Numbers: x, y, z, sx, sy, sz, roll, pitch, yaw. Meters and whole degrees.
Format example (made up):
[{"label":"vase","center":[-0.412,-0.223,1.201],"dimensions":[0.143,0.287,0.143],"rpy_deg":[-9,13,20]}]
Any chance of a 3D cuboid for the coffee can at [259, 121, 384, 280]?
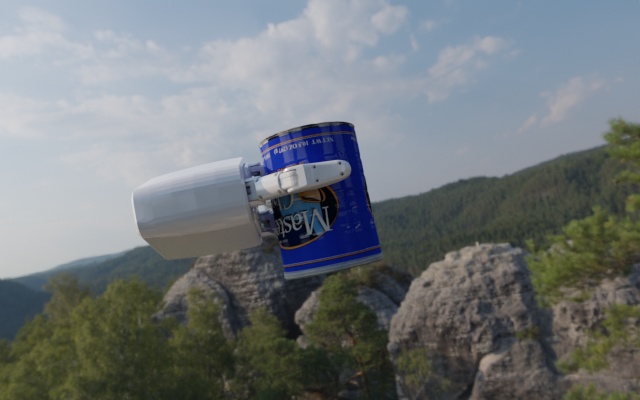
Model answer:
[{"label":"coffee can","center":[0.000,0.002,0.492],"dimensions":[0.103,0.140,0.103],"rpy_deg":[-12,-5,-1]}]
